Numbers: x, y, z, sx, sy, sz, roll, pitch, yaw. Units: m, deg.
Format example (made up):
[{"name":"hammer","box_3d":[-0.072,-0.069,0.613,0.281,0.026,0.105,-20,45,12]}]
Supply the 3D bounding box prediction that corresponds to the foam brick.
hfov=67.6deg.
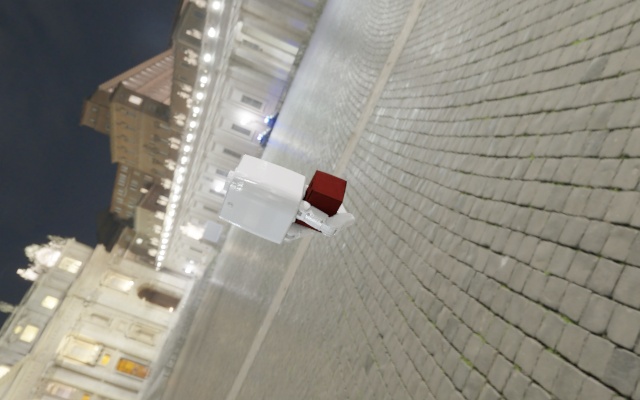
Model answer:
[{"name":"foam brick","box_3d":[0.000,0.002,0.737,0.051,0.078,0.053,23,40,-8]}]
